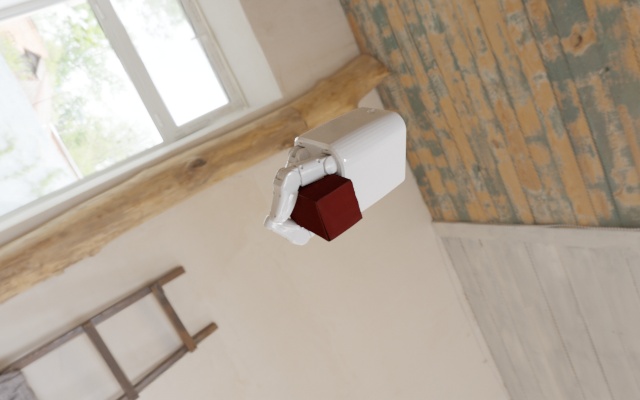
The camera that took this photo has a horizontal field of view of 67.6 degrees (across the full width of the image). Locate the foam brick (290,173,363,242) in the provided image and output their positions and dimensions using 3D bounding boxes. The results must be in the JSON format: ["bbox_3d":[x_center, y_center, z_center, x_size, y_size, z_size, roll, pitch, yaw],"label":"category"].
[{"bbox_3d":[0.000,0.002,0.533,0.051,0.053,0.078,-31,30,-24],"label":"foam brick"}]
